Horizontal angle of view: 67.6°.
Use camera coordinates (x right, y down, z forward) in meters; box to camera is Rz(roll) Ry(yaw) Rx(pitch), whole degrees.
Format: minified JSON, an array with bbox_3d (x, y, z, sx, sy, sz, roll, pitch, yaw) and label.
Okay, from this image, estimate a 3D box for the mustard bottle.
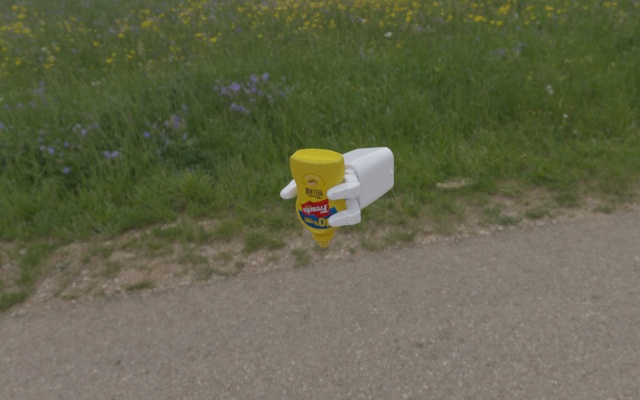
[{"bbox_3d":[0.000,0.003,0.881,0.096,0.192,0.058,7,32,20],"label":"mustard bottle"}]
